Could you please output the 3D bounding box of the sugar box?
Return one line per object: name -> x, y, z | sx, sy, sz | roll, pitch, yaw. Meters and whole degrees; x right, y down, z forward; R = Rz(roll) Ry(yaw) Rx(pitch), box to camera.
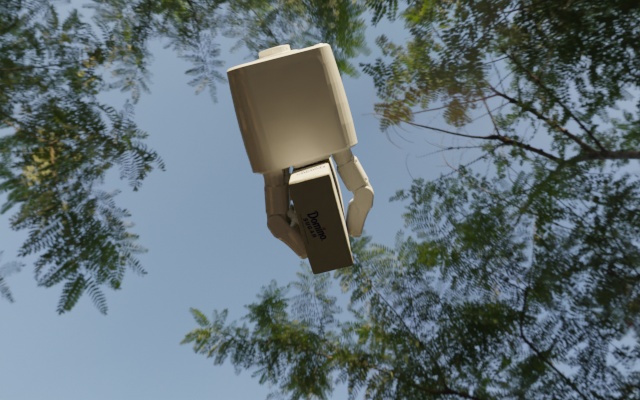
sugar box -> 0.000, 0.002, 0.514 | 0.048, 0.093, 0.176 | -14, 13, 6
